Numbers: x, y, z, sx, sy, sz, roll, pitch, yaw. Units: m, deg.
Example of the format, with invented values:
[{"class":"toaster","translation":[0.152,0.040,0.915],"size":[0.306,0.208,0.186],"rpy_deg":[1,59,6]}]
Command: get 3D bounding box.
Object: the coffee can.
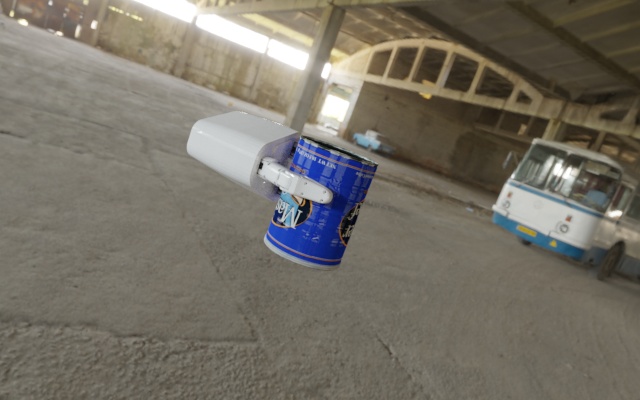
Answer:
[{"class":"coffee can","translation":[0.000,0.002,0.596],"size":[0.103,0.140,0.103],"rpy_deg":[20,10,-4]}]
